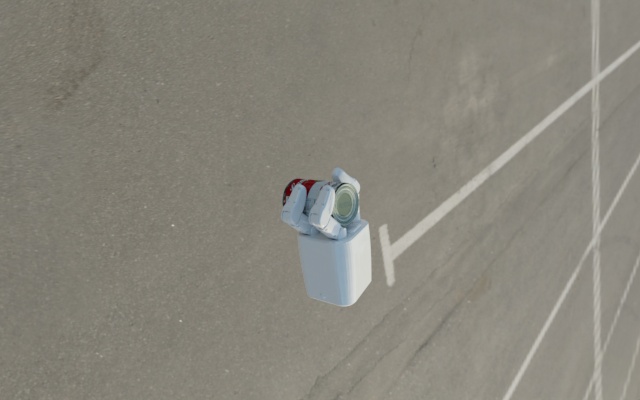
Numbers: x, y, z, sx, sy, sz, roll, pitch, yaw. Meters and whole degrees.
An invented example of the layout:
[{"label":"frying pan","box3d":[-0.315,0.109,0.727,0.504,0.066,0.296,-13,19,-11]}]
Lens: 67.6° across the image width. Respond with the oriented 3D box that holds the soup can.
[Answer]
[{"label":"soup can","box3d":[0.000,0.002,0.740,0.102,0.068,0.068,7,4,41]}]
